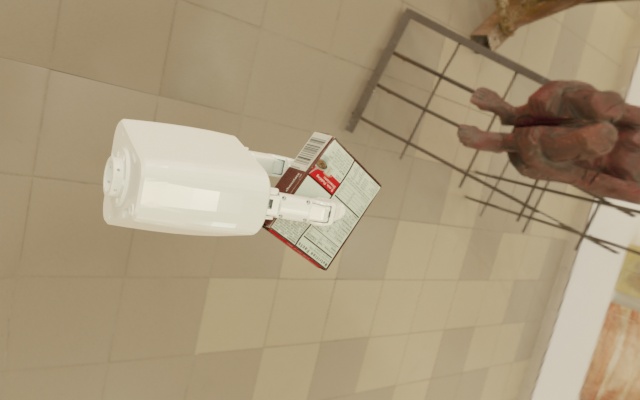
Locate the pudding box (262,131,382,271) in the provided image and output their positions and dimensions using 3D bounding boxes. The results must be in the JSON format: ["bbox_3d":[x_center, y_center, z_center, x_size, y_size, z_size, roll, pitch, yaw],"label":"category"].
[{"bbox_3d":[0.000,0.002,0.487,0.090,0.113,0.039,42,-11,-35],"label":"pudding box"}]
